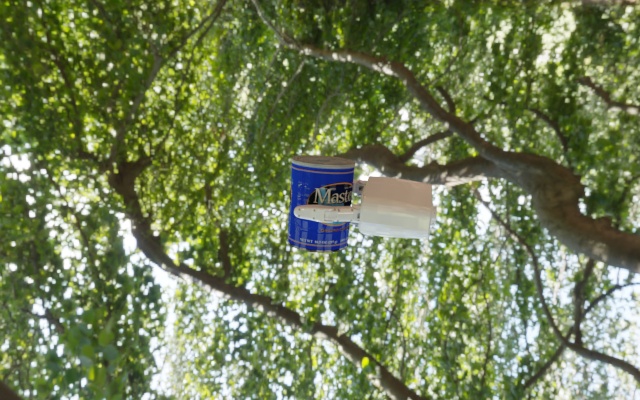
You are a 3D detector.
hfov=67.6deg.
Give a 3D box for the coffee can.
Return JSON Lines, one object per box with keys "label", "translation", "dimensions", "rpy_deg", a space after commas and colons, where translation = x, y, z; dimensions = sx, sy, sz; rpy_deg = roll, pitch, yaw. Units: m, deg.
{"label": "coffee can", "translation": [0.000, 0.002, 0.777], "dimensions": [0.103, 0.140, 0.102], "rpy_deg": [4, 12, -1]}
